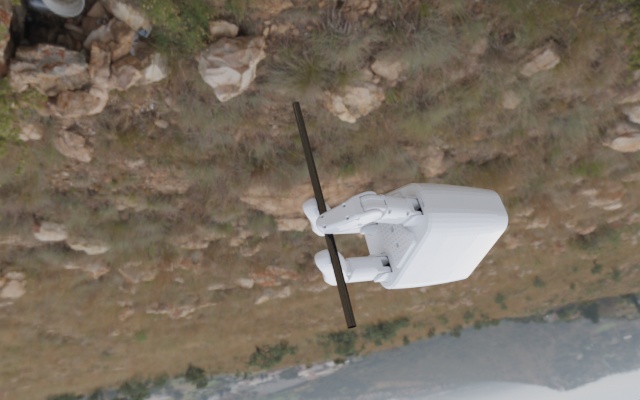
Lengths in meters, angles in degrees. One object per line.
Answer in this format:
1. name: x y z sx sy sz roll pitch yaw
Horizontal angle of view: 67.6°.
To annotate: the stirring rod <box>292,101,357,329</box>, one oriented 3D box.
1. stirring rod: 0.000 0.001 0.451 0.011 0.239 0.011 -11 -27 -6
